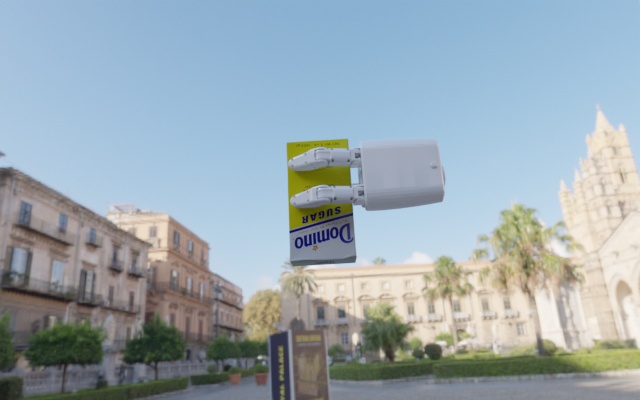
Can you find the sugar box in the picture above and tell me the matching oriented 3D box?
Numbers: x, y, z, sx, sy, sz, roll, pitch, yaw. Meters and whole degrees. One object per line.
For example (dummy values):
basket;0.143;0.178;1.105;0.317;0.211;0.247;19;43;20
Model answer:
sugar box;0.000;0.002;0.681;0.093;0.176;0.048;-4;-19;1
